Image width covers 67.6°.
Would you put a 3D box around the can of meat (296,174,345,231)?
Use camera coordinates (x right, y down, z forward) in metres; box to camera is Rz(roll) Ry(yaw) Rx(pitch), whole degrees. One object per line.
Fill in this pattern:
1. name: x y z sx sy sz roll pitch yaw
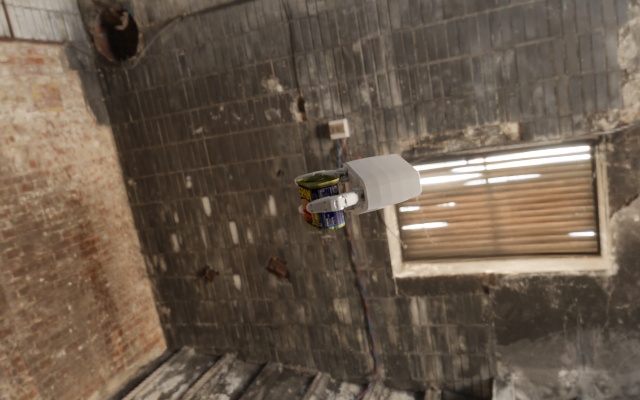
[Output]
1. can of meat: 0.000 0.003 0.846 0.057 0.084 0.102 -14 12 -17
